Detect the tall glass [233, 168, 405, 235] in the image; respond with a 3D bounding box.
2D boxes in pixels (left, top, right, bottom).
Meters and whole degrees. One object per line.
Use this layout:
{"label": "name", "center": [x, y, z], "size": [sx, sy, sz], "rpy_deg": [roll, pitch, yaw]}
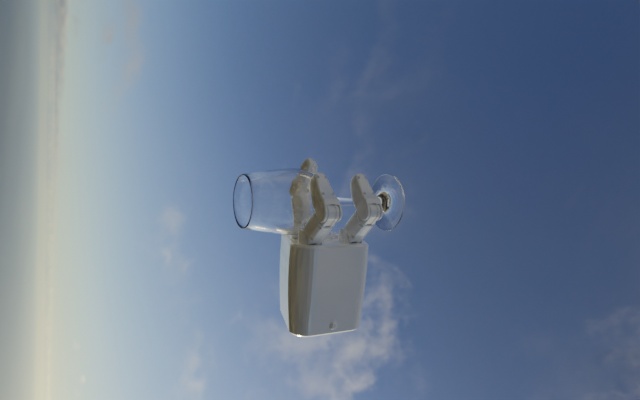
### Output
{"label": "tall glass", "center": [0.001, 0.002, 0.576], "size": [0.201, 0.079, 0.079], "rpy_deg": [1, -1, -30]}
